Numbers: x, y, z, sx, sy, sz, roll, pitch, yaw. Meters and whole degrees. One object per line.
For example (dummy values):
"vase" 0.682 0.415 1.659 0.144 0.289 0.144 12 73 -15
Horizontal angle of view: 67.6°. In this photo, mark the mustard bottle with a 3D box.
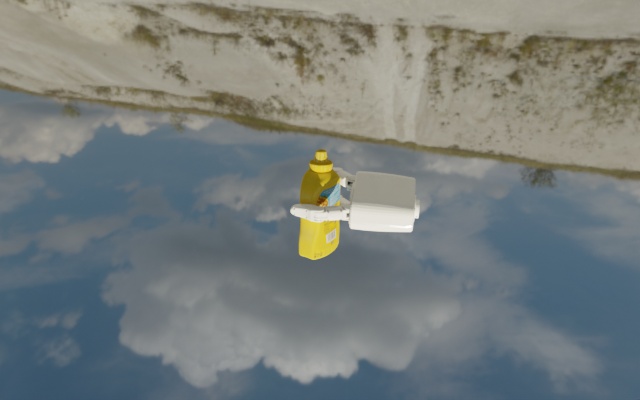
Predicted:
"mustard bottle" 0.000 0.003 0.856 0.058 0.192 0.096 16 26 31
